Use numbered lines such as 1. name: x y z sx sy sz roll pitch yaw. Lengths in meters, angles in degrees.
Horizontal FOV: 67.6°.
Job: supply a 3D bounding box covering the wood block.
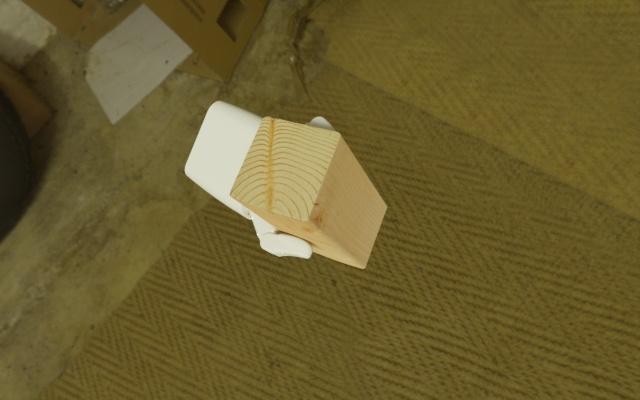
1. wood block: 0.000 0.002 0.534 0.090 0.091 0.206 17 -12 25
